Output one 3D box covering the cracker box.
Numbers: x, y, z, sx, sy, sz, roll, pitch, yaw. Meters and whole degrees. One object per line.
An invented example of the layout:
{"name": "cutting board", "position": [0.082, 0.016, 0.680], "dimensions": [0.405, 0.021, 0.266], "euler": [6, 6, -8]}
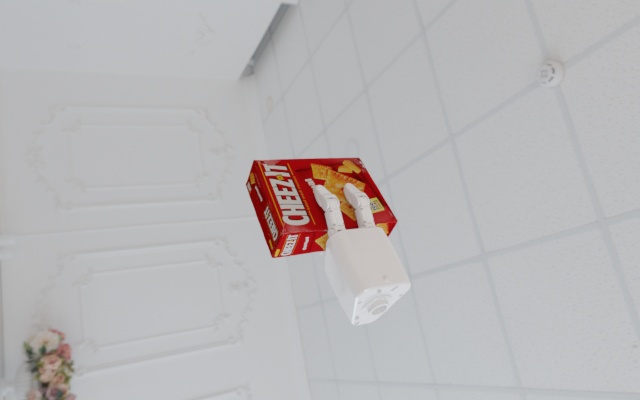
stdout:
{"name": "cracker box", "position": [0.000, 0.003, 0.816], "dimensions": [0.213, 0.164, 0.072], "euler": [-4, -41, -27]}
